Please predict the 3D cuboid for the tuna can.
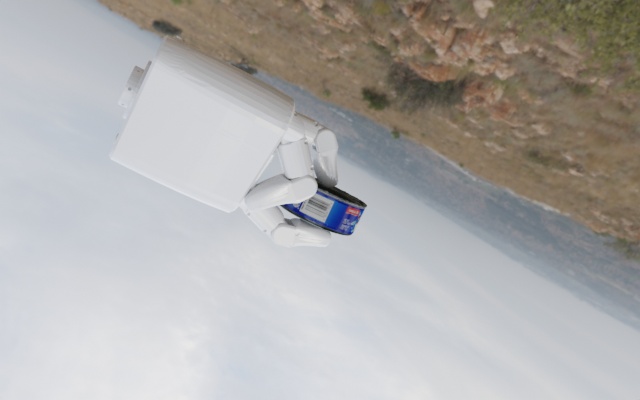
[{"bbox_3d":[0.000,0.002,0.468,0.086,0.034,0.086,25,7,-3],"label":"tuna can"}]
